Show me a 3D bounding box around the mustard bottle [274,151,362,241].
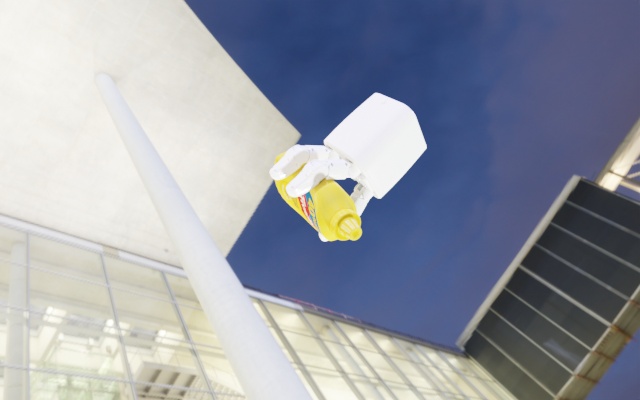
[{"bbox_3d":[0.000,0.002,0.666,0.058,0.096,0.191,-26,35,-18],"label":"mustard bottle"}]
